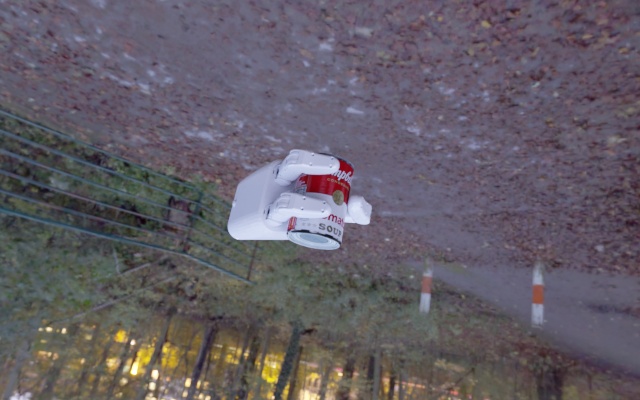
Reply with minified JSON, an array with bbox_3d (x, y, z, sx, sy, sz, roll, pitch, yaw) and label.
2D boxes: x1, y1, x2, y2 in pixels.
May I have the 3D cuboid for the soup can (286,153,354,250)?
[{"bbox_3d":[0.000,0.002,0.584,0.068,0.102,0.068,10,-19,3],"label":"soup can"}]
